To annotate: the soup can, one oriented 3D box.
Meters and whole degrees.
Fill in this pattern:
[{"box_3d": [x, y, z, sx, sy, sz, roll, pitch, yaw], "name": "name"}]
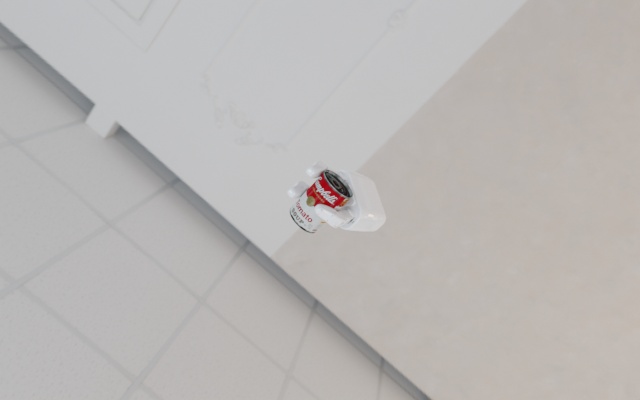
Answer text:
[{"box_3d": [0.000, 0.003, 0.870, 0.102, 0.068, 0.068, -45, -22, 23], "name": "soup can"}]
